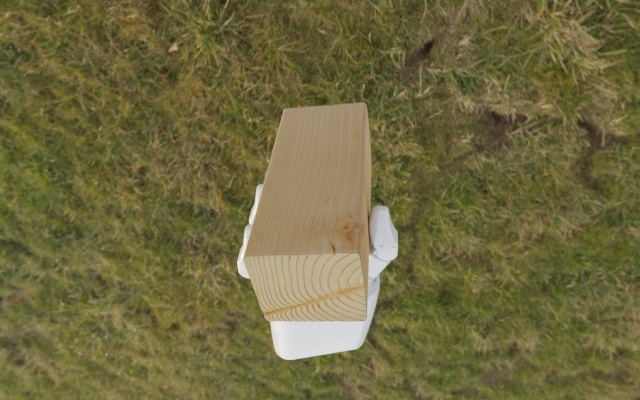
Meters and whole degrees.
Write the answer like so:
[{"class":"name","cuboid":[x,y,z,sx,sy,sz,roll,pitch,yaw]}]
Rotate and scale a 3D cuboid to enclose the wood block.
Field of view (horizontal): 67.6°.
[{"class":"wood block","cuboid":[0.000,0.002,0.453,0.091,0.090,0.206,-2,43,9]}]
